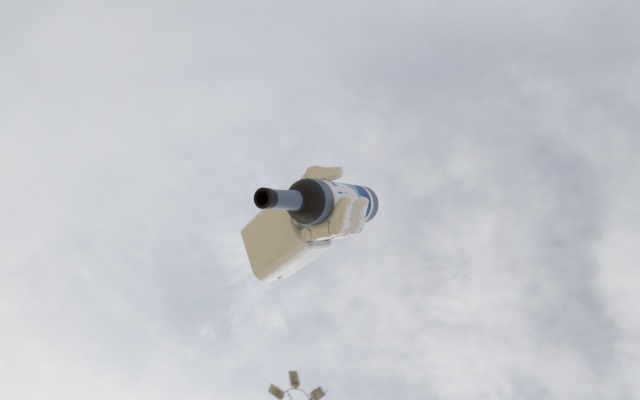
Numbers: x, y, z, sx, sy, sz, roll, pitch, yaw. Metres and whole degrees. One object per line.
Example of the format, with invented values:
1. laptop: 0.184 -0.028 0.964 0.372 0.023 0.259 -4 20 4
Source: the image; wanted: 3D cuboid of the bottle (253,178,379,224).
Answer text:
1. bottle: 0.000 0.002 0.717 0.069 0.069 0.296 0 -2 29
